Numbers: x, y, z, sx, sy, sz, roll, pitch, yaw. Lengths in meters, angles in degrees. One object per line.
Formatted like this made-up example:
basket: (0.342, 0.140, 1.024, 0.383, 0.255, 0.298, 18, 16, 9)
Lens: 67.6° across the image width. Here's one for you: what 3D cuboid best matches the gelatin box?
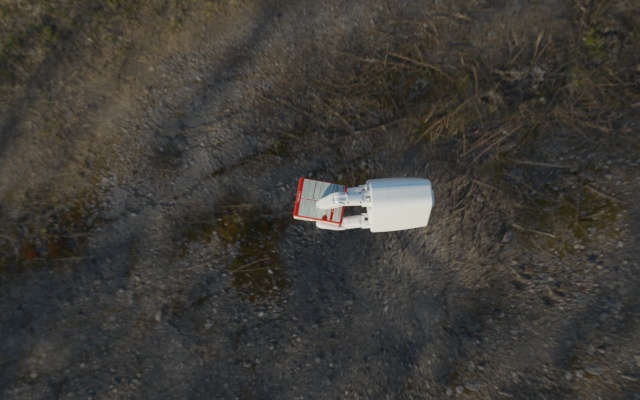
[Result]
gelatin box: (0.000, 0.003, 0.870, 0.089, 0.073, 0.030, 10, -11, 0)
